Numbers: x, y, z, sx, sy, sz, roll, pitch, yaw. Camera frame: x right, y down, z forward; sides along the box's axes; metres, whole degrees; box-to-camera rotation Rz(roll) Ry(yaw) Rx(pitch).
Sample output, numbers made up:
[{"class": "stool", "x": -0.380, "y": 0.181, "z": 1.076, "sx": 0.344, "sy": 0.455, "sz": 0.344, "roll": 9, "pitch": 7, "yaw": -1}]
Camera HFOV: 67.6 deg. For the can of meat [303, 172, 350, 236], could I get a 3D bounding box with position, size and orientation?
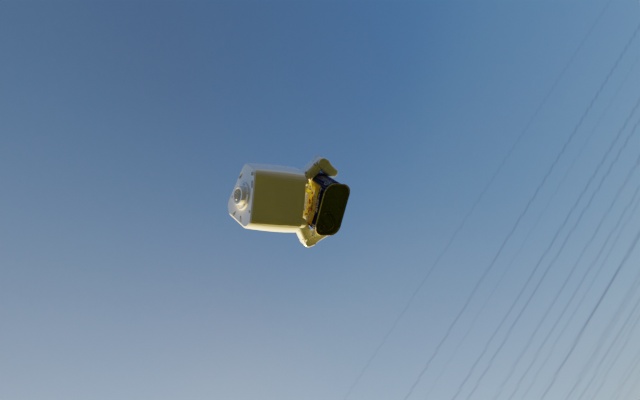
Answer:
[{"class": "can of meat", "x": 0.000, "y": 0.003, "z": 0.895, "sx": 0.057, "sy": 0.102, "sz": 0.084, "roll": 2, "pitch": 20, "yaw": -37}]
